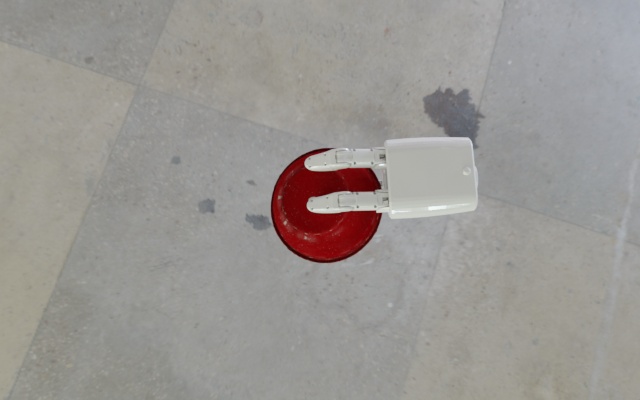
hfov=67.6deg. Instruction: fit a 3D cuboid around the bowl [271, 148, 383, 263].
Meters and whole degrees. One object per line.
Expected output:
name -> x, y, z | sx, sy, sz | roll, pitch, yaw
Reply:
bowl -> -0.001, 0.002, 0.637 | 0.162, 0.162, 0.055 | 0, -8, 15
